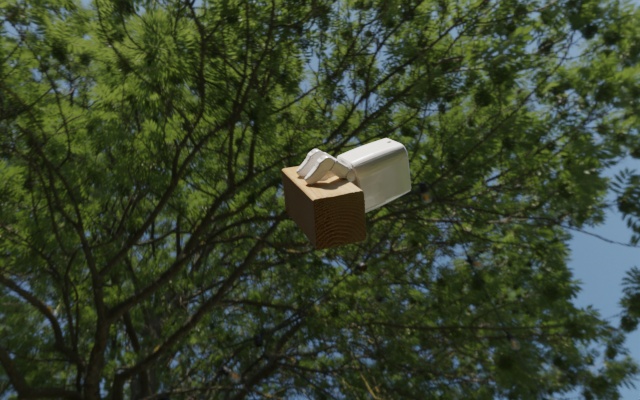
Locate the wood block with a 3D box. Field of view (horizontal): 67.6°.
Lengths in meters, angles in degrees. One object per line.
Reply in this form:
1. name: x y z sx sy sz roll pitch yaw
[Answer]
1. wood block: 0.000 0.003 0.864 0.090 0.091 0.206 -11 20 -15
